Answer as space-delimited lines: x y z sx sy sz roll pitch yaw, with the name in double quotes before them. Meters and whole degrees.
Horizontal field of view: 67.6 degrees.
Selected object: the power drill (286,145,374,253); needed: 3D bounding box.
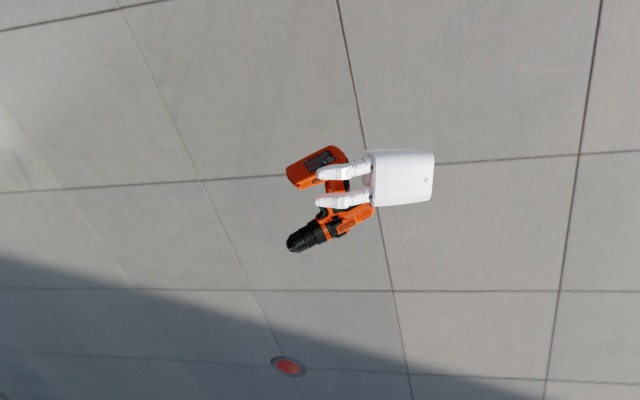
"power drill" 0.000 0.002 0.870 0.184 0.188 0.057 -29 48 -7
